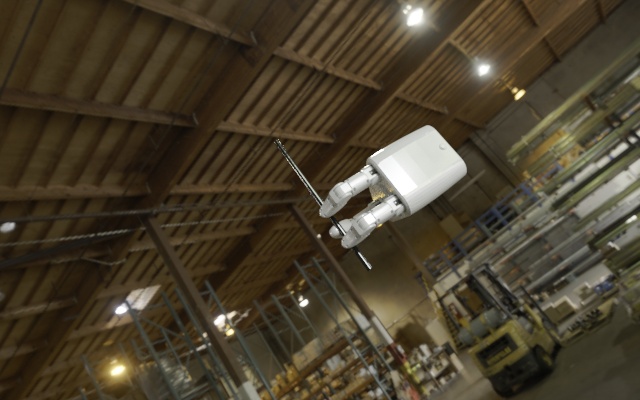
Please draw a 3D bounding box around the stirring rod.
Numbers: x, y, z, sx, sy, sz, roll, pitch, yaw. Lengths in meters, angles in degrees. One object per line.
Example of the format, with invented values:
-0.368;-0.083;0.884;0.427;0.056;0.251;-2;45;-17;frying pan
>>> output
0.000;0.002;0.687;0.011;0.239;0.011;-32;-20;-13;stirring rod
